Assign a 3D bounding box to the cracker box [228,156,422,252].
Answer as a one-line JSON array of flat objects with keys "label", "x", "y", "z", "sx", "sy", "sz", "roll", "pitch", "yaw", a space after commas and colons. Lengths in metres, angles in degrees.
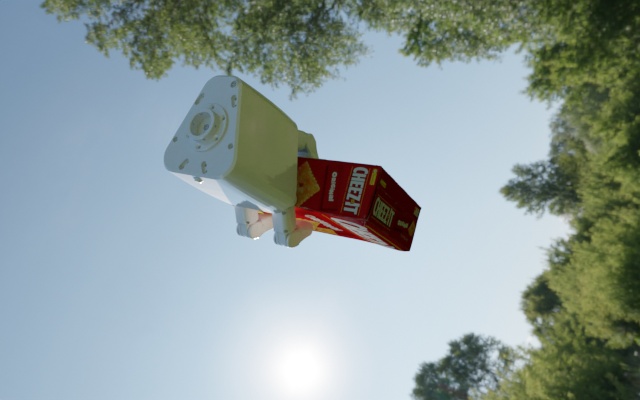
[{"label": "cracker box", "x": 0.000, "y": 0.002, "z": 0.612, "sx": 0.213, "sy": 0.072, "sz": 0.164, "roll": 10, "pitch": -11, "yaw": 30}]
